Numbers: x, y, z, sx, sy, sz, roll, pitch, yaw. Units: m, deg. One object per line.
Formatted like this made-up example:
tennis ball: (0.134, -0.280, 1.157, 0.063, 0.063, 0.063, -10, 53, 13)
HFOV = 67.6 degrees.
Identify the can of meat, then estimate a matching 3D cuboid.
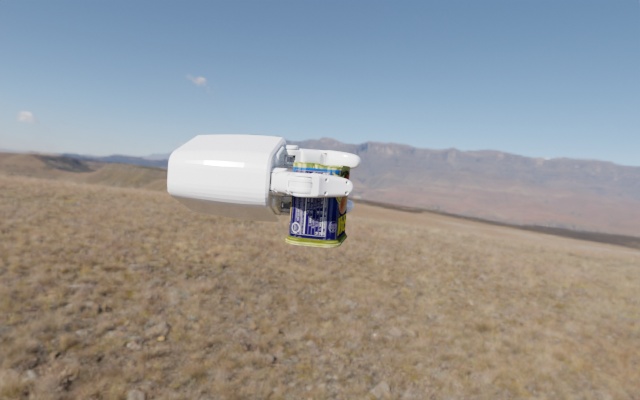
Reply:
can of meat: (0.000, 0.001, 0.522, 0.057, 0.084, 0.102, 5, 4, 9)
